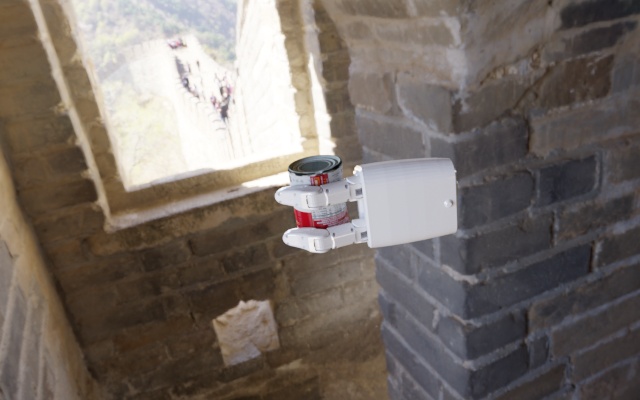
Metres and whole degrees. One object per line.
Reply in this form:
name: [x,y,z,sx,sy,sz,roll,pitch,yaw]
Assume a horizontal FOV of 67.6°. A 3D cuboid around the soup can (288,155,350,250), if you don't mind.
soup can: [0.000,0.002,0.589,0.068,0.102,0.068,-7,23,3]
